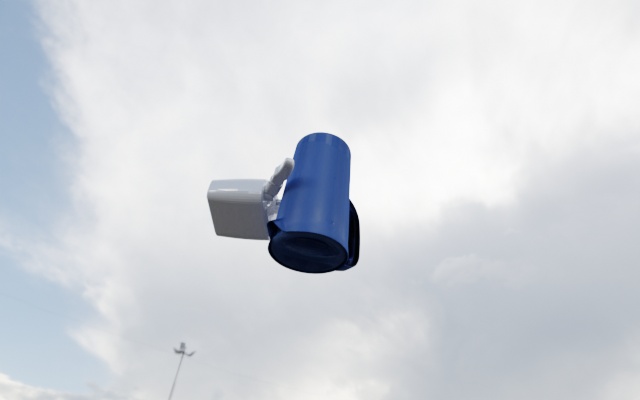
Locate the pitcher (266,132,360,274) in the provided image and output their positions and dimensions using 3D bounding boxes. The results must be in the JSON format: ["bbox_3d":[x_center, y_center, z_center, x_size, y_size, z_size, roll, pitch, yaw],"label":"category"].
[{"bbox_3d":[0.000,0.003,0.852,0.145,0.242,0.149,2,-37,9],"label":"pitcher"}]
